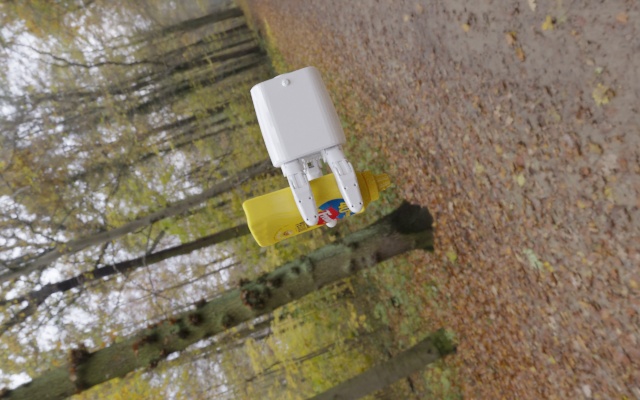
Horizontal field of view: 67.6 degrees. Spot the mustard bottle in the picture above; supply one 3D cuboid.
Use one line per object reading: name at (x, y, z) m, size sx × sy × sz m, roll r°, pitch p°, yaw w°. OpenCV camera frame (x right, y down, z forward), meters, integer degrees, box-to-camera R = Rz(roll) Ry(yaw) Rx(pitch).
mustard bottle at (0.000, 0.002, 0.631) m, size 0.191 × 0.058 × 0.096 m, roll -19°, pitch -23°, yaw -3°
